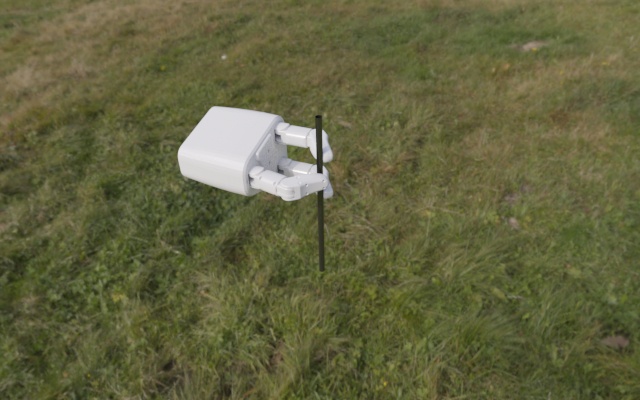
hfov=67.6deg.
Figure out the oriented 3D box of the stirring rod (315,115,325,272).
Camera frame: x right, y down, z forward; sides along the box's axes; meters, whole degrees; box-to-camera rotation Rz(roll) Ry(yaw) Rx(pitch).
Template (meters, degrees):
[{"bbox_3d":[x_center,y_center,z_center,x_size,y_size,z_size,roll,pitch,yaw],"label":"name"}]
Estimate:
[{"bbox_3d":[0.000,0.002,0.614,0.011,0.240,0.011,-1,36,1],"label":"stirring rod"}]
